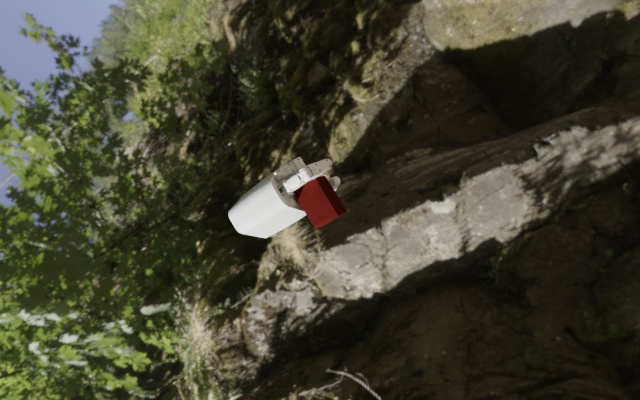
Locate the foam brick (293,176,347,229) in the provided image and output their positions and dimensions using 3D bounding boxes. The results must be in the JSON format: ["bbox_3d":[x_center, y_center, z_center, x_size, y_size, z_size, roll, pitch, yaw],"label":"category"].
[{"bbox_3d":[0.000,0.003,0.828,0.051,0.078,0.053,-33,-6,17],"label":"foam brick"}]
